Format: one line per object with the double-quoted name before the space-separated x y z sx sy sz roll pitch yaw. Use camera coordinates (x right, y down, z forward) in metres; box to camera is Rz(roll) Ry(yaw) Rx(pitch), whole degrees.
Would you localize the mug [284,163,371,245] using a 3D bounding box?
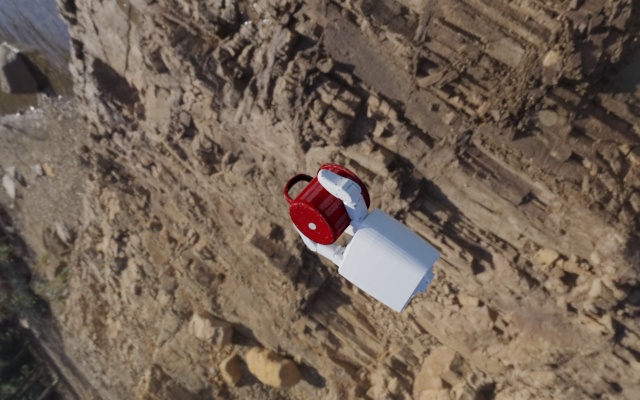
"mug" -0.001 0.002 0.674 0.117 0.081 0.093 32 -32 17
